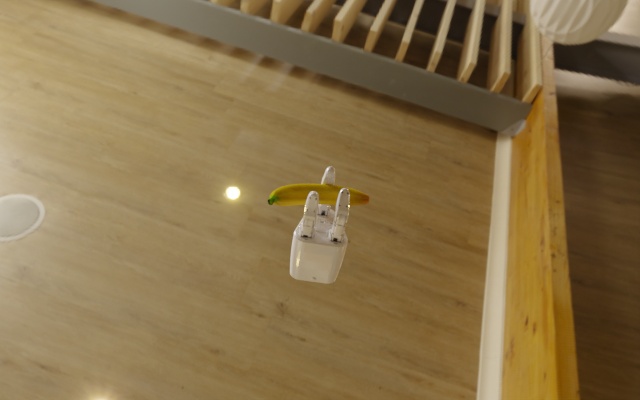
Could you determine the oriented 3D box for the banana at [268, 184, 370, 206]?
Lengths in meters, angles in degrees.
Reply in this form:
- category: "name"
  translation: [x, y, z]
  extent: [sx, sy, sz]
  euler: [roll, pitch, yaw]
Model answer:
- category: "banana"
  translation: [-0.010, -0.006, 0.863]
  extent: [0.198, 0.037, 0.069]
  euler: [-3, 28, -24]
